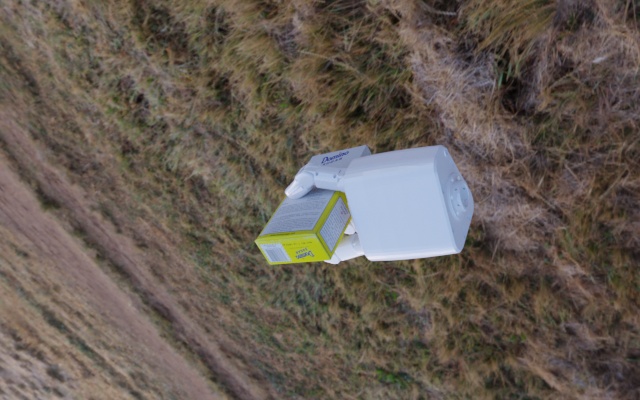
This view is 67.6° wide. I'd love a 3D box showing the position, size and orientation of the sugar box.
[{"bbox_3d":[0.000,0.002,0.596,0.093,0.048,0.176,-8,32,35],"label":"sugar box"}]
